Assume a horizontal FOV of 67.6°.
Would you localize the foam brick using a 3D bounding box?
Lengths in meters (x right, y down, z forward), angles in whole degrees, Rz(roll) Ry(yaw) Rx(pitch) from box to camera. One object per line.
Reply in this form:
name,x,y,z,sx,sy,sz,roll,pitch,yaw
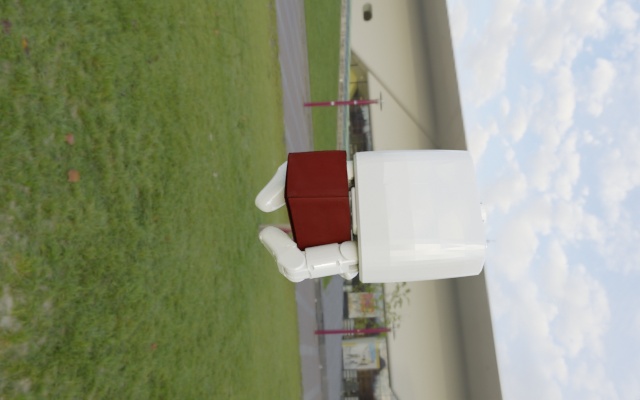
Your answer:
foam brick,0.000,0.001,0.414,0.051,0.053,0.078,-2,-39,4
